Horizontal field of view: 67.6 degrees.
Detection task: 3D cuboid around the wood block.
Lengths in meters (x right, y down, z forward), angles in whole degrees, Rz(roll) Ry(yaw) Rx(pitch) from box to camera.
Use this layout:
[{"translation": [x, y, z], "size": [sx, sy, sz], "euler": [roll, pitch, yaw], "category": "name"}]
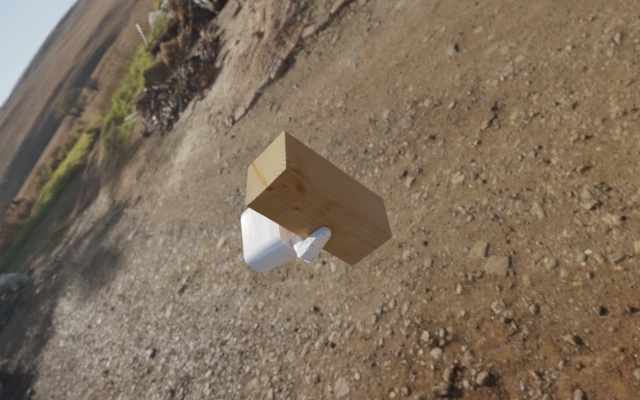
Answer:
[{"translation": [0.000, 0.003, 0.712], "size": [0.206, 0.090, 0.090], "euler": [32, -57, -29], "category": "wood block"}]
